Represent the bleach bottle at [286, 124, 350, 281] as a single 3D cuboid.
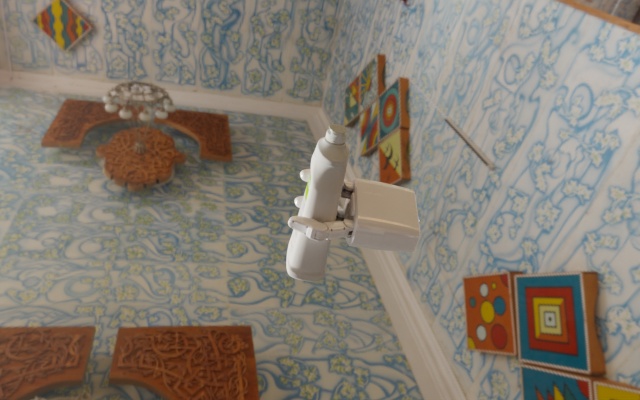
[{"bbox_3d":[0.000,0.002,0.756,0.068,0.251,0.102,9,32,-9],"label":"bleach bottle"}]
